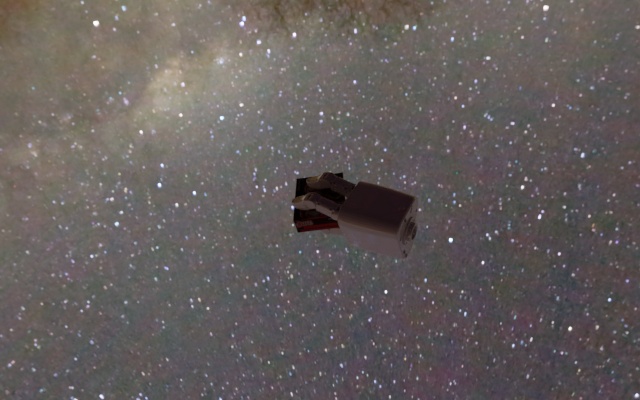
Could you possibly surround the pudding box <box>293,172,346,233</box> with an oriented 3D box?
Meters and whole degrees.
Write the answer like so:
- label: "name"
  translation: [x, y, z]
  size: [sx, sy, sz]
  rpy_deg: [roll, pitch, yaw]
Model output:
- label: "pudding box"
  translation: [0.000, 0.003, 0.863]
  size: [0.090, 0.039, 0.113]
  rpy_deg: [-7, 41, 8]
